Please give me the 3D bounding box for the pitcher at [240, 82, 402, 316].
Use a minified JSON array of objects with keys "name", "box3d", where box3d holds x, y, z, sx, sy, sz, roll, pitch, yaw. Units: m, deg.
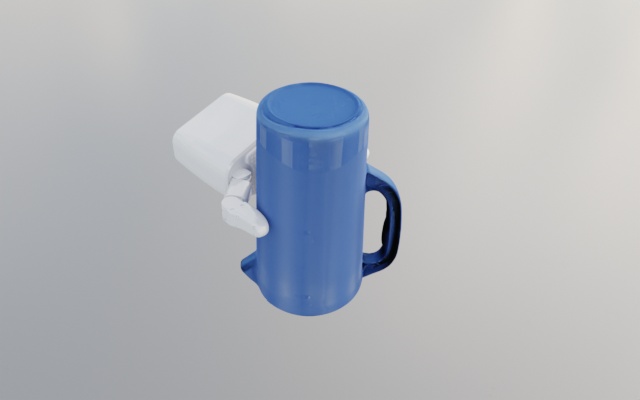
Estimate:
[{"name":"pitcher","box3d":[0.000,0.002,0.525,0.145,0.243,0.149,31,47,30]}]
